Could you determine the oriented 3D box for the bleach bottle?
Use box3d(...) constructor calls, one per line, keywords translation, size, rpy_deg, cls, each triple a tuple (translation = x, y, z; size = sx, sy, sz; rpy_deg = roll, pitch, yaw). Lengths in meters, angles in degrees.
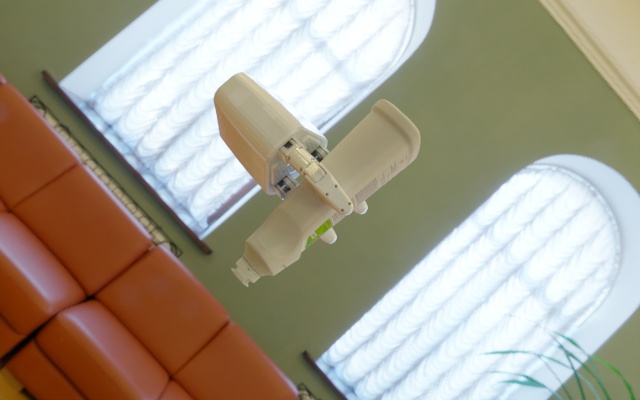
box3d(translation=(0.000, 0.002, 0.543), size=(0.251, 0.068, 0.102), rpy_deg=(-42, -17, -5), cls="bleach bottle")
